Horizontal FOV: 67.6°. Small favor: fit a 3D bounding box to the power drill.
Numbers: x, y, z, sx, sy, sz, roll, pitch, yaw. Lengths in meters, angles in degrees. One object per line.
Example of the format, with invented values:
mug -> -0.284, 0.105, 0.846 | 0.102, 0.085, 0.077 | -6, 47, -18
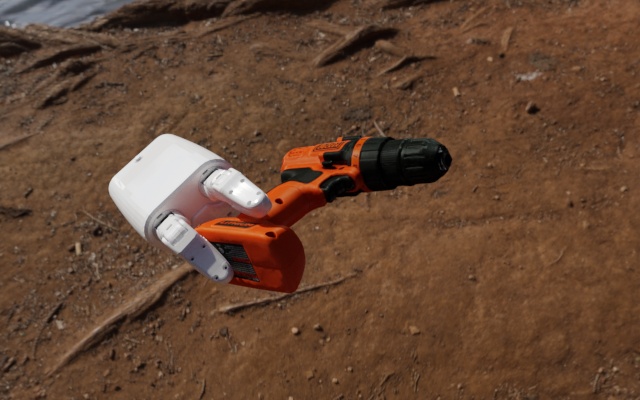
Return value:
power drill -> 0.000, 0.002, 0.417 | 0.184, 0.057, 0.187 | -2, 28, 42
